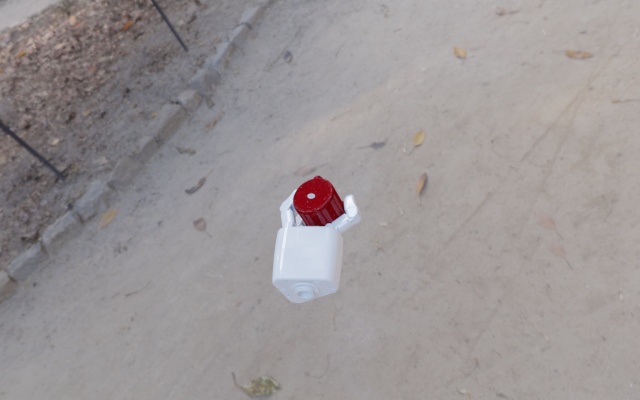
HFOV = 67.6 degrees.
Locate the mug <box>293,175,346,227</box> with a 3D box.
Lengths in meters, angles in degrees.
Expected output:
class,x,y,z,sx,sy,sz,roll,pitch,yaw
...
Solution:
class,x,y,z,sx,sy,sz,roll,pitch,yaw
mug,0.000,0.002,0.896,0.093,0.117,0.081,-12,-40,18
